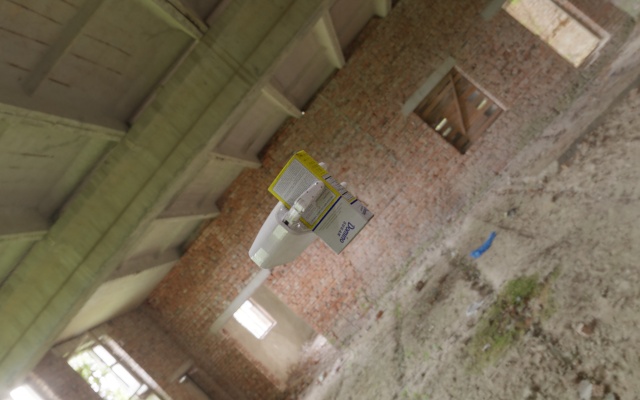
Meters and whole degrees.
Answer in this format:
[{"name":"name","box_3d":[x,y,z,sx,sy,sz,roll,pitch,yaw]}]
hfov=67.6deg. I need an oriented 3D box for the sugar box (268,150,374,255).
[{"name":"sugar box","box_3d":[0.000,0.003,0.854,0.176,0.093,0.048,42,27,5]}]
